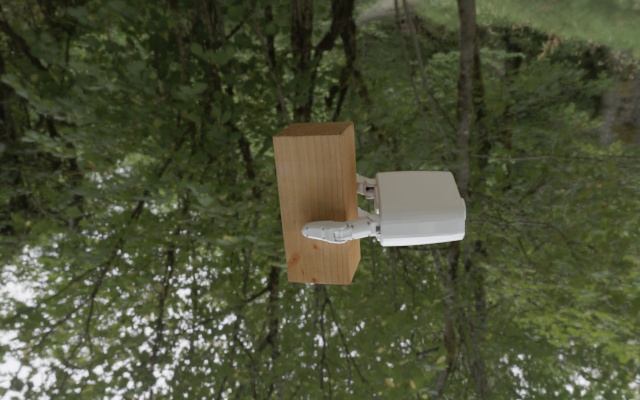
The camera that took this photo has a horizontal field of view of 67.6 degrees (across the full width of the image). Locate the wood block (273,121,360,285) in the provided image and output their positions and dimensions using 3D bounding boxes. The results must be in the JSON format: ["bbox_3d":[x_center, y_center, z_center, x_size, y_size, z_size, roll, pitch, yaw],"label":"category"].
[{"bbox_3d":[0.000,0.002,0.658,0.090,0.206,0.090,1,19,15],"label":"wood block"}]
